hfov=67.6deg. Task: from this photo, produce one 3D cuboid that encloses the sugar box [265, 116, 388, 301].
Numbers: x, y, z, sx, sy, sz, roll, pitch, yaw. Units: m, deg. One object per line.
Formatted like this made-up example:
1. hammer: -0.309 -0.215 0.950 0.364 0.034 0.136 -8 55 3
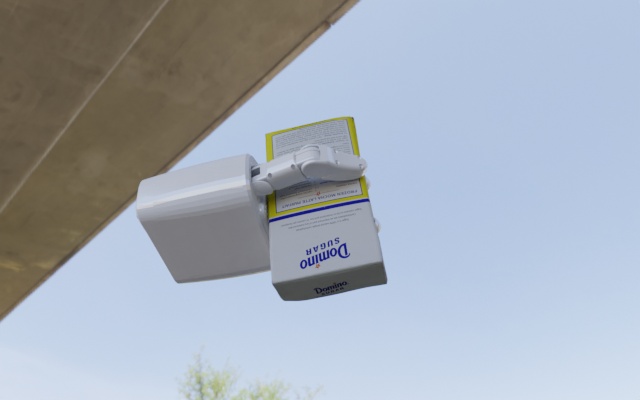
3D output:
1. sugar box: 0.000 0.002 0.442 0.093 0.176 0.048 -12 -37 6
